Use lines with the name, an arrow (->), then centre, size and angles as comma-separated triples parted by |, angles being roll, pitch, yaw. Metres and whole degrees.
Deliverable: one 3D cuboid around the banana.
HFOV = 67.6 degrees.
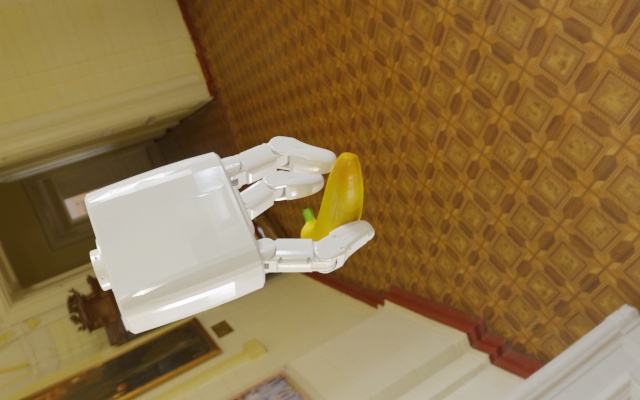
banana -> 0.006, 0.020, 0.459 | 0.037, 0.069, 0.198 | -17, -11, -18
